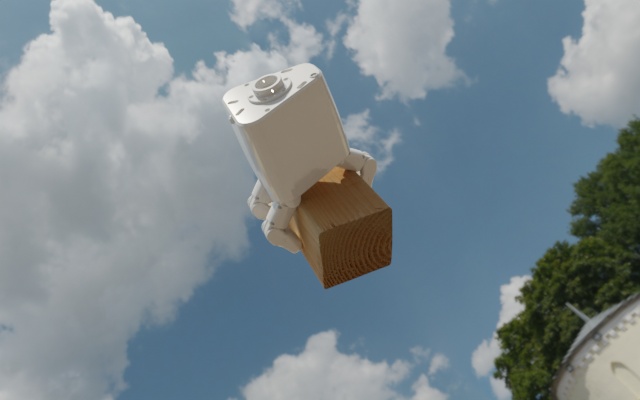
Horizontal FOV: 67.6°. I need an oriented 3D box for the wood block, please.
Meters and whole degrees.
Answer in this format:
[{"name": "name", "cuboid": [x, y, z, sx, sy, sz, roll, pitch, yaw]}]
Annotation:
[{"name": "wood block", "cuboid": [0.000, 0.002, 0.608, 0.091, 0.090, 0.206, -18, 39, -16]}]
